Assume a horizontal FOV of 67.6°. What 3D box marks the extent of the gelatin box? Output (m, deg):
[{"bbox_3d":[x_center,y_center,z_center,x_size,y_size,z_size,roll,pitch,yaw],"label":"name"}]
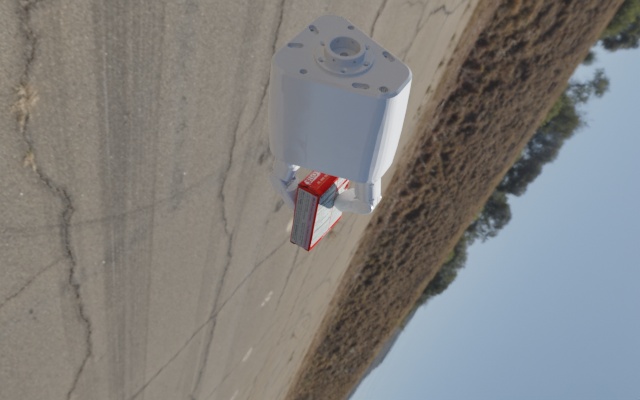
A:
[{"bbox_3d":[0.000,0.002,0.534,0.030,0.089,0.073,27,44,19],"label":"gelatin box"}]
